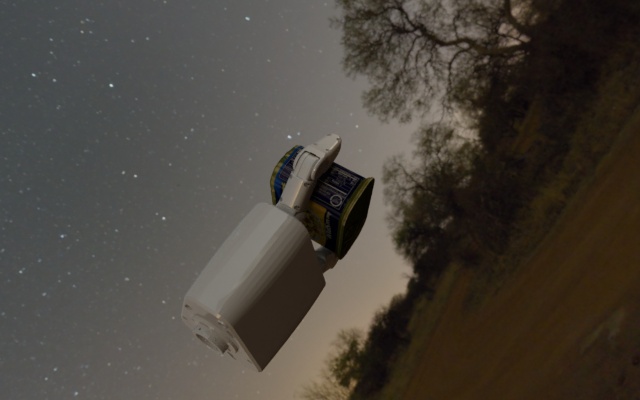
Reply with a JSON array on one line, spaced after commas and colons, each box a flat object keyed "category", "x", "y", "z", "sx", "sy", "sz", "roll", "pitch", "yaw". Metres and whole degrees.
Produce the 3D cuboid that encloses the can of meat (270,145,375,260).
[{"category": "can of meat", "x": 0.000, "y": 0.001, "z": 0.473, "sx": 0.084, "sy": 0.057, "sz": 0.102, "roll": 28, "pitch": -29, "yaw": 15}]
